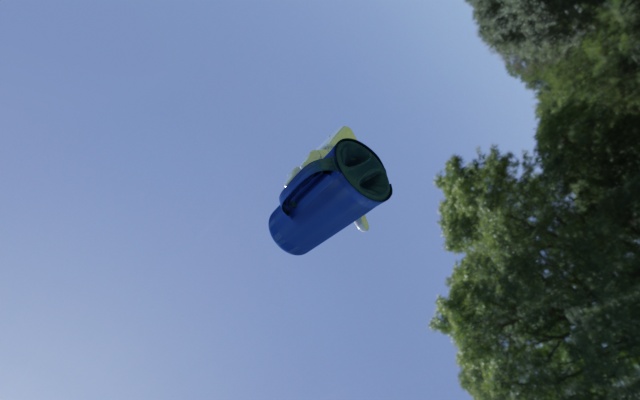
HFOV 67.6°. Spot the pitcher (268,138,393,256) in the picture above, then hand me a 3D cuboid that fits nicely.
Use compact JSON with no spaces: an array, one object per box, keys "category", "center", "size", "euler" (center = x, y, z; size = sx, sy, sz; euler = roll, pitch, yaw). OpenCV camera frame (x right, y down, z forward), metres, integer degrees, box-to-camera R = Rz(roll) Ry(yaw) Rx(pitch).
[{"category":"pitcher","center":[0.000,0.003,0.889],"size":[0.243,0.149,0.145],"euler":[-41,11,37]}]
